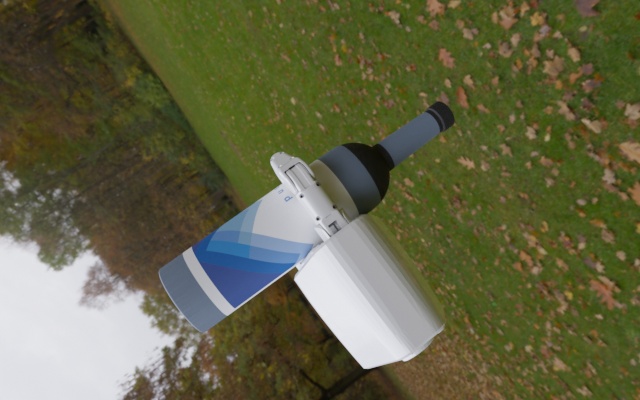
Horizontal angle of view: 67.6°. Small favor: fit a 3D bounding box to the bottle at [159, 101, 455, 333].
[{"bbox_3d":[0.000,0.001,0.431,0.295,0.069,0.069,-35,6,-9],"label":"bottle"}]
